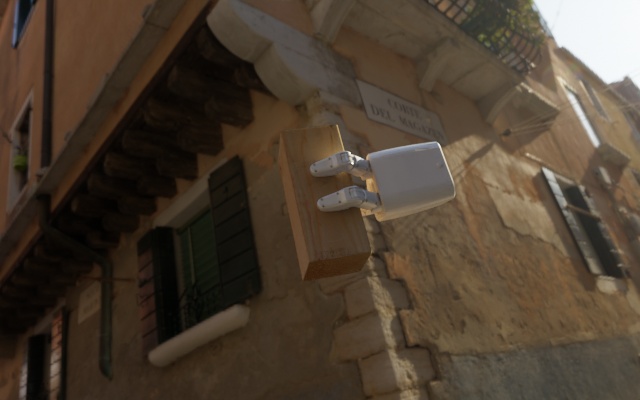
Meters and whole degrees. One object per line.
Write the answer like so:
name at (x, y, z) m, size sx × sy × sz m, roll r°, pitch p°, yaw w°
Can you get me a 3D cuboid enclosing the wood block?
wood block at (0.000, 0.002, 0.704) m, size 0.090 × 0.206 × 0.091 m, roll -8°, pitch -25°, yaw -11°
